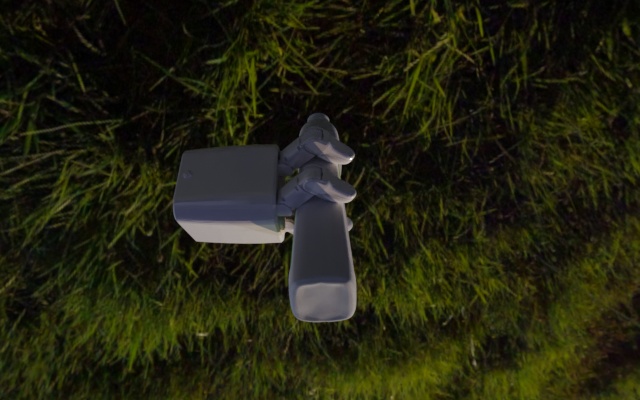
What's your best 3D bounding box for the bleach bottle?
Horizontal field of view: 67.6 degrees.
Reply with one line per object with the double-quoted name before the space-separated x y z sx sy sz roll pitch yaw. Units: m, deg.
"bleach bottle" 0.000 0.002 0.547 0.068 0.250 0.103 -2 -37 1
